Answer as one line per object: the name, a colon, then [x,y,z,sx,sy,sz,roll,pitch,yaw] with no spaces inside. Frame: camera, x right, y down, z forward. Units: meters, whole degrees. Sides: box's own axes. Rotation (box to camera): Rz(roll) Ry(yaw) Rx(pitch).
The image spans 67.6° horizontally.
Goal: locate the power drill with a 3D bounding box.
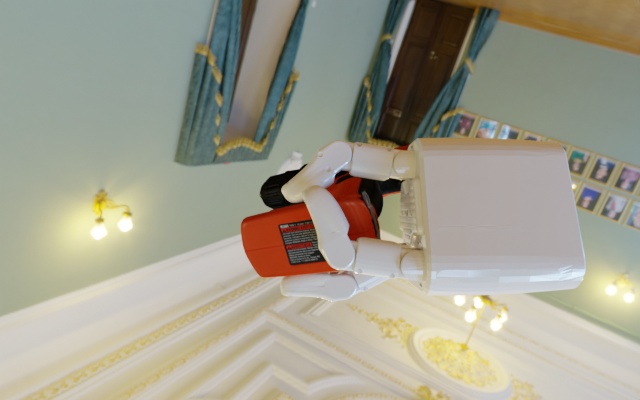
power drill: [0.000,0.002,0.440,0.184,0.057,0.187,-12,17,21]
